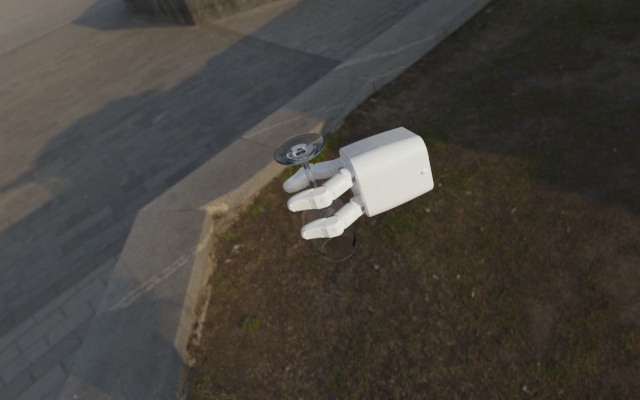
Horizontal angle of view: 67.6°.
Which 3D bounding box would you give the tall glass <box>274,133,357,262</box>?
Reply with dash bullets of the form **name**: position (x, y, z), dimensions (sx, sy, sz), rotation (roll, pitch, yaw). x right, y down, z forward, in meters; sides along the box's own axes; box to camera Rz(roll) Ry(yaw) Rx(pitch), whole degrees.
- **tall glass**: position (0.000, 0.002, 0.714), dimensions (0.079, 0.201, 0.079), rotation (-13, 37, 10)
